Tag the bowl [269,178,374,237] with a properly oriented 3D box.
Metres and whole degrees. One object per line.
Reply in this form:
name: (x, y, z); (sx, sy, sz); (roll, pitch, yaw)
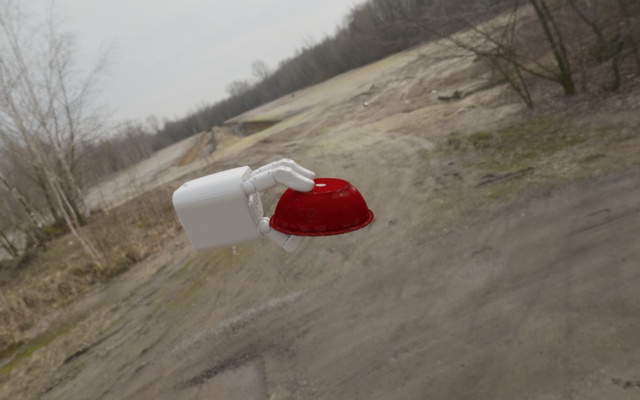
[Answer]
bowl: (0.001, 0.002, 0.727); (0.162, 0.055, 0.162); (-3, 16, 1)
